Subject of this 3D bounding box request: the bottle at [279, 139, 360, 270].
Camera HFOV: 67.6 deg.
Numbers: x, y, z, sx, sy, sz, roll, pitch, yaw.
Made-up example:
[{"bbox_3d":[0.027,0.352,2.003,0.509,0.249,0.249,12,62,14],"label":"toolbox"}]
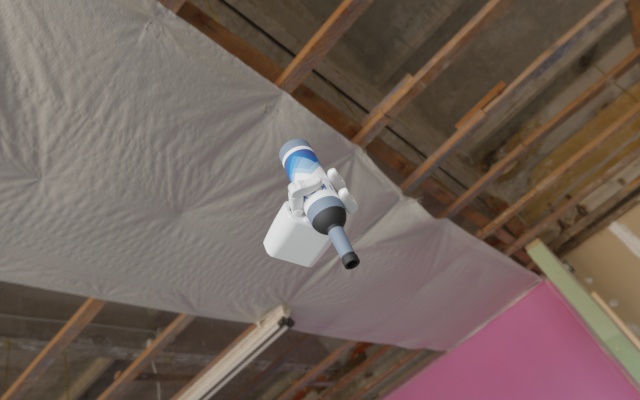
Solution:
[{"bbox_3d":[0.000,0.003,0.870,0.069,0.069,0.295,0,44,-29],"label":"bottle"}]
